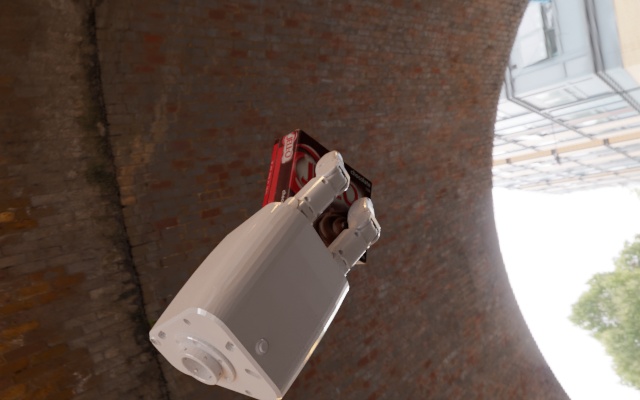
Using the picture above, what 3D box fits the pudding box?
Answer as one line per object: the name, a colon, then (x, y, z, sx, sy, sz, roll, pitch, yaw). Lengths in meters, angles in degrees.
pudding box: (0.000, 0.002, 0.443, 0.039, 0.090, 0.113, -14, -33, 37)
